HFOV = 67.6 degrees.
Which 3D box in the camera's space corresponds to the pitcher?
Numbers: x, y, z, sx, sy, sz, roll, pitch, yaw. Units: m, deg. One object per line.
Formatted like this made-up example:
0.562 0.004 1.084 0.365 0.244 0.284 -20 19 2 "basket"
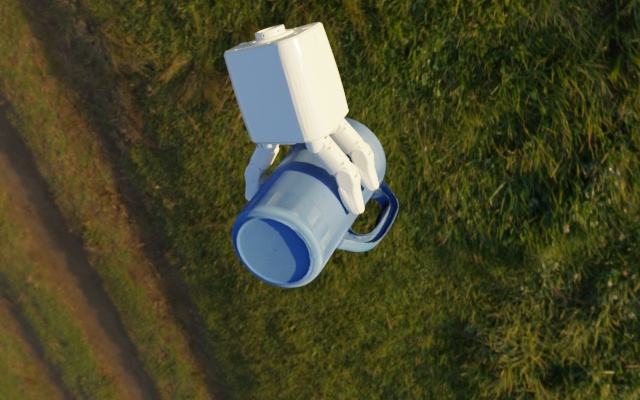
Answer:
0.000 0.002 0.604 0.149 0.145 0.242 -3 28 24 "pitcher"
